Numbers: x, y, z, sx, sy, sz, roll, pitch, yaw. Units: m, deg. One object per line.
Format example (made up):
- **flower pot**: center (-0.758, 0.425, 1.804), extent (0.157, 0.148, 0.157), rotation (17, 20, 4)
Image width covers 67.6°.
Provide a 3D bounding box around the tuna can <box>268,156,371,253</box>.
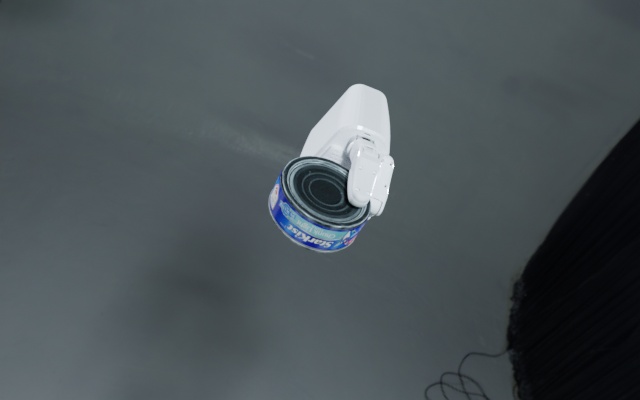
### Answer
- **tuna can**: center (0.000, 0.001, 0.415), extent (0.086, 0.086, 0.034), rotation (0, -41, -30)
